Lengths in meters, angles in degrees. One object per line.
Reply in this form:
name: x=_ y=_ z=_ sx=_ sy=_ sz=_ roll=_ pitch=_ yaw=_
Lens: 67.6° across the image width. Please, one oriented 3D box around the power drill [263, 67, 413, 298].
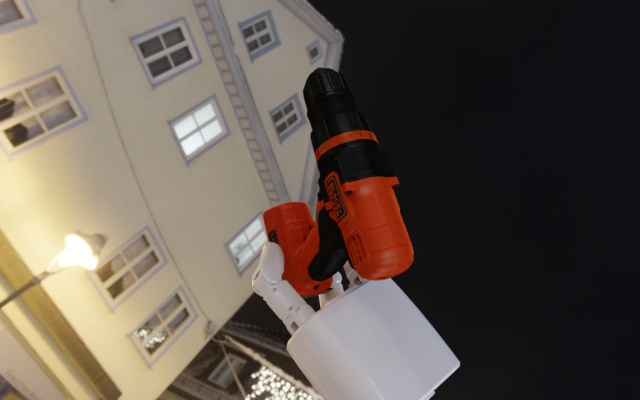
power drill: x=0.000 y=0.002 z=0.437 sx=0.057 sy=0.184 sz=0.188 roll=-6 pitch=-22 yaw=-24
